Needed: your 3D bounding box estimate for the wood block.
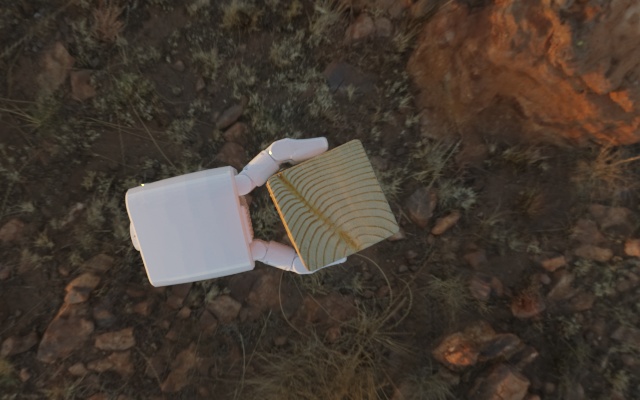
[{"bbox_3d":[0.000,0.002,0.508,0.090,0.091,0.206,-24,4,-5],"label":"wood block"}]
